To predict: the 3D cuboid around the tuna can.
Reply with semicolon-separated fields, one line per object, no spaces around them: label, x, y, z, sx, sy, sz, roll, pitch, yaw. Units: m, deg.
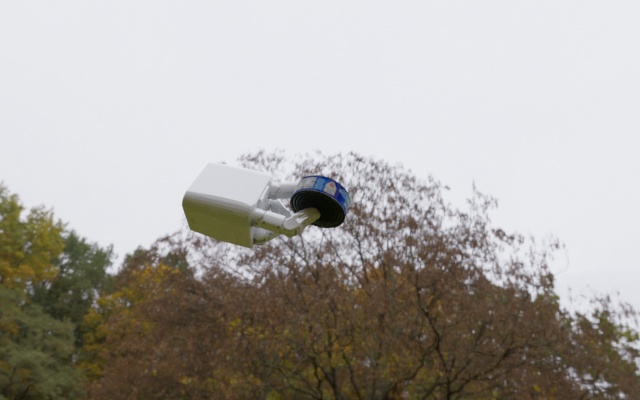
tuna can;0.000;0.002;0.710;0.086;0.033;0.086;14;-37;11
